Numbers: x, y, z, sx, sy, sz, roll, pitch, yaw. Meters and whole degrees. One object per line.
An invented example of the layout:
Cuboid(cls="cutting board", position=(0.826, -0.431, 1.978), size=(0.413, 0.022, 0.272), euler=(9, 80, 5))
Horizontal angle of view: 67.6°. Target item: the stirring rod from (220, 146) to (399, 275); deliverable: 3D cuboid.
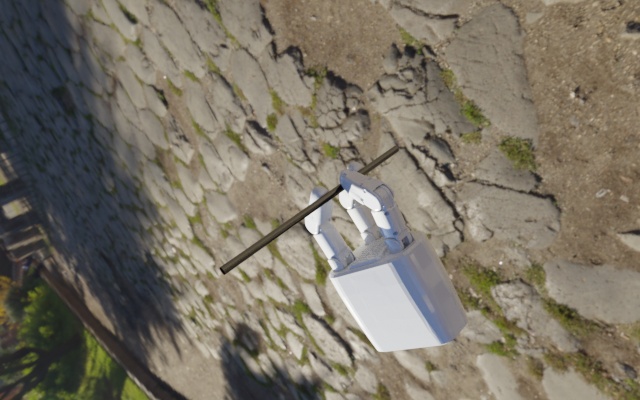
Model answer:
Cuboid(cls="stirring rod", position=(0.000, 0.002, 0.472), size=(0.239, 0.011, 0.011), euler=(-35, 20, -31))
